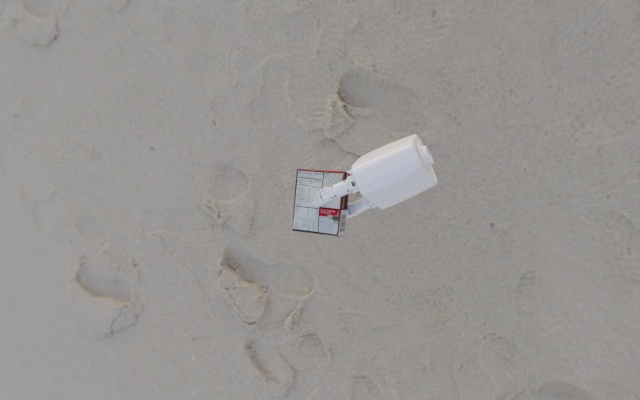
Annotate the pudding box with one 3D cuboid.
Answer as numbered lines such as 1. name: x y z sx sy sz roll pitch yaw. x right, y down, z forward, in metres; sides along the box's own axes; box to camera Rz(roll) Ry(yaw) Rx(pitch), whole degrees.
1. pudding box: 0.000 0.003 0.839 0.090 0.113 0.039 6 1 21
